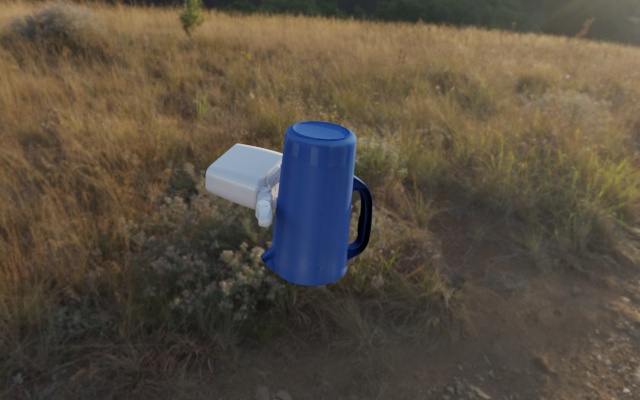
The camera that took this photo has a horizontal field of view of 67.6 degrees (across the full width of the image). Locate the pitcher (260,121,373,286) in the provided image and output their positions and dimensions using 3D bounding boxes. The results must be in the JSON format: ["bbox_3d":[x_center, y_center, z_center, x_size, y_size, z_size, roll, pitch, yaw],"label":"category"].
[{"bbox_3d":[0.000,0.002,0.767,0.145,0.243,0.149,17,28,22],"label":"pitcher"}]
